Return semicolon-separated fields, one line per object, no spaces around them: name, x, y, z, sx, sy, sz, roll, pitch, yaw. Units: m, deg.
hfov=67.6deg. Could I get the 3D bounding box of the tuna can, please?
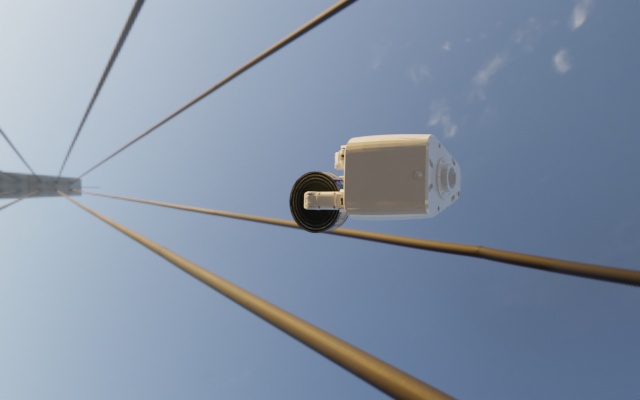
tuna can;0.000;0.002;0.672;0.086;0.086;0.034;0;1;33
